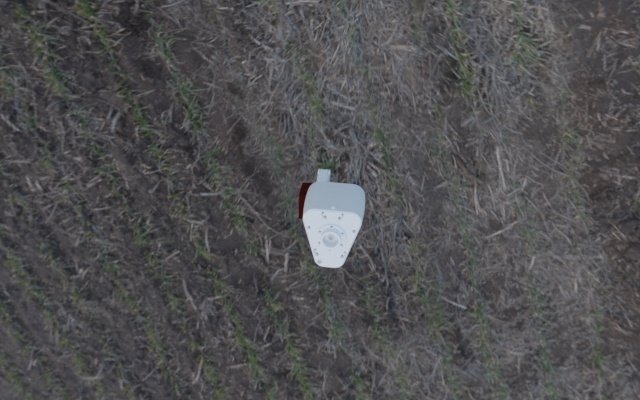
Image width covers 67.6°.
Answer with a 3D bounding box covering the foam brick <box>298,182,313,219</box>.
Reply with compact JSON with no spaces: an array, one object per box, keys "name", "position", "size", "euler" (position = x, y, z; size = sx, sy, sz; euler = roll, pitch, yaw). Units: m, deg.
[{"name":"foam brick","position":[0.000,0.003,0.870],"size":[0.078,0.053,0.051],"euler":[5,26,4]}]
